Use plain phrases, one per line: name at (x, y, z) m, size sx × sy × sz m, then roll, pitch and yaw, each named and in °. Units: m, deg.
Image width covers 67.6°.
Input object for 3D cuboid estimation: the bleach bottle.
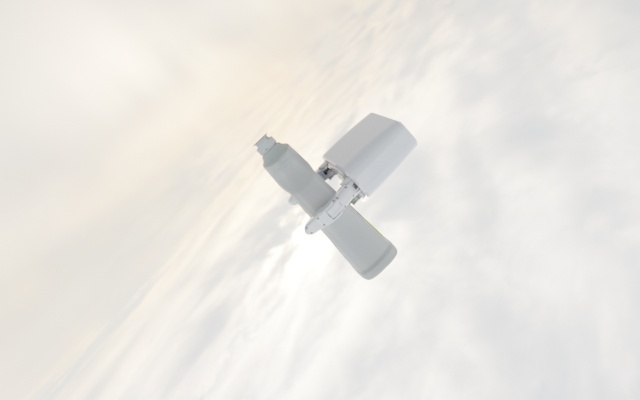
bleach bottle at (0.000, 0.002, 0.698) m, size 0.068 × 0.251 × 0.102 m, roll -44°, pitch 12°, yaw -2°
